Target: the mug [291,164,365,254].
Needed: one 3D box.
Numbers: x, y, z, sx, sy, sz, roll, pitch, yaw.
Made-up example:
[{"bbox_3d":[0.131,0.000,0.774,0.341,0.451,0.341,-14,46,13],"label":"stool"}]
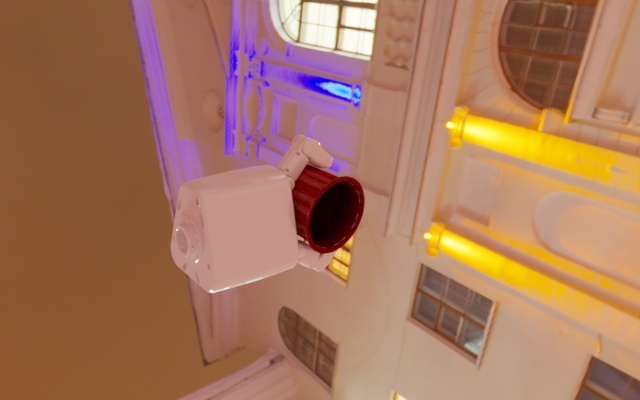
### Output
[{"bbox_3d":[0.001,0.001,0.571,0.117,0.093,0.081,-14,29,-42],"label":"mug"}]
